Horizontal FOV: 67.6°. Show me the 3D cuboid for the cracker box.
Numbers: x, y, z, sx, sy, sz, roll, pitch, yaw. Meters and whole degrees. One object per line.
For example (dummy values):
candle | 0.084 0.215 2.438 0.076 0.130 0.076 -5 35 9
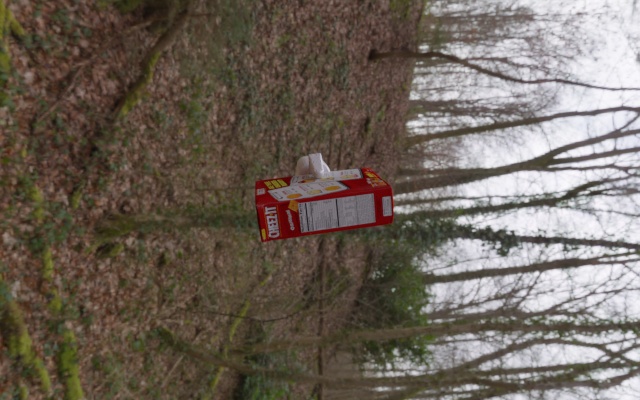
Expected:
cracker box | 0.000 0.002 0.808 0.213 0.072 0.164 -8 16 -5
